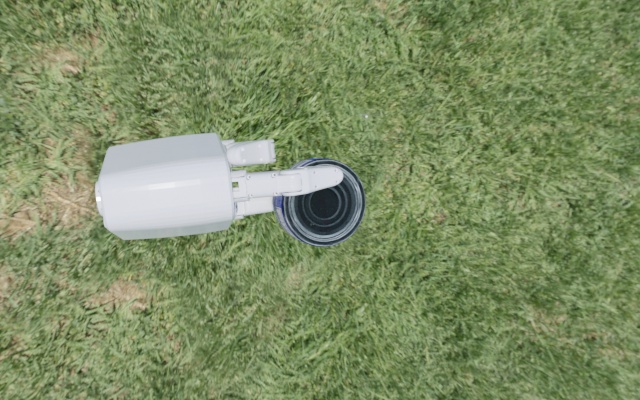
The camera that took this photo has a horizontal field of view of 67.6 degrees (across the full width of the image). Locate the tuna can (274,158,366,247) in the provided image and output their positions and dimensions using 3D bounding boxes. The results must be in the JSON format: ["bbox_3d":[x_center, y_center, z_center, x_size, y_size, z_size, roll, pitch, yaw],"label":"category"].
[{"bbox_3d":[0.000,0.002,0.463,0.086,0.086,0.034,0,4,-19],"label":"tuna can"}]
